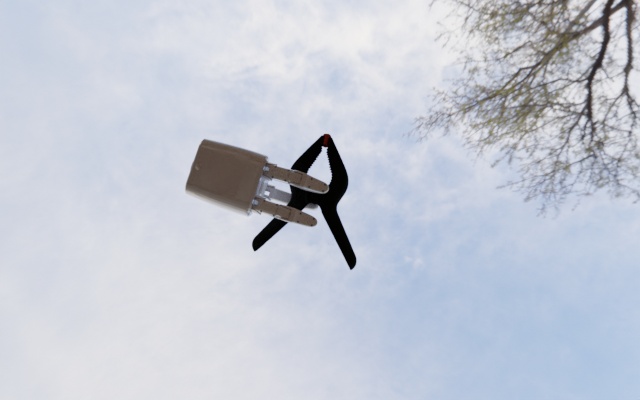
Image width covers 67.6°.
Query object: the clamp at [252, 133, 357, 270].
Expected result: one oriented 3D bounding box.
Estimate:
[{"bbox_3d":[0.000,0.002,0.751,0.164,0.210,0.036,18,-5,-1],"label":"clamp"}]
